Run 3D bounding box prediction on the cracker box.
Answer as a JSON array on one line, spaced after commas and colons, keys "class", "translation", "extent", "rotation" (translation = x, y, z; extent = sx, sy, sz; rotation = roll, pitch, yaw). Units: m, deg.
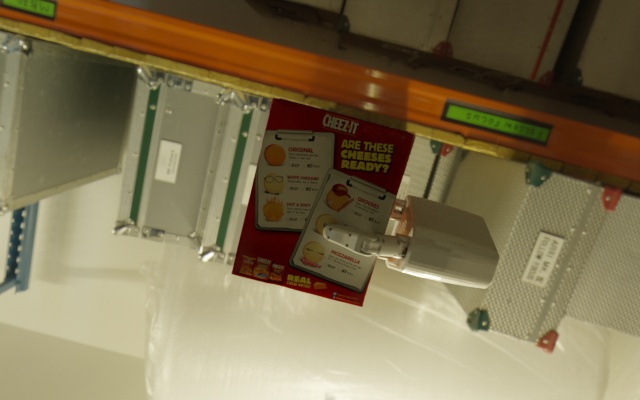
[{"class": "cracker box", "translation": [0.000, 0.002, 0.572], "extent": [0.164, 0.214, 0.072], "rotation": [15, 13, -2]}]
